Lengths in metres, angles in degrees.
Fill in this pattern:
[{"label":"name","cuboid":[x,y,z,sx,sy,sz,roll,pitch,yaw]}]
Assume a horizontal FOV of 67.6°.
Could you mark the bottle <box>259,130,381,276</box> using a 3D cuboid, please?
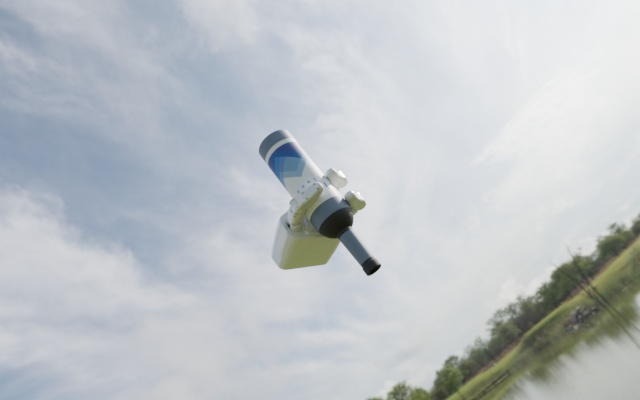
[{"label":"bottle","cuboid":[0.000,0.002,0.790,0.069,0.295,0.069,-30,-27,-17]}]
